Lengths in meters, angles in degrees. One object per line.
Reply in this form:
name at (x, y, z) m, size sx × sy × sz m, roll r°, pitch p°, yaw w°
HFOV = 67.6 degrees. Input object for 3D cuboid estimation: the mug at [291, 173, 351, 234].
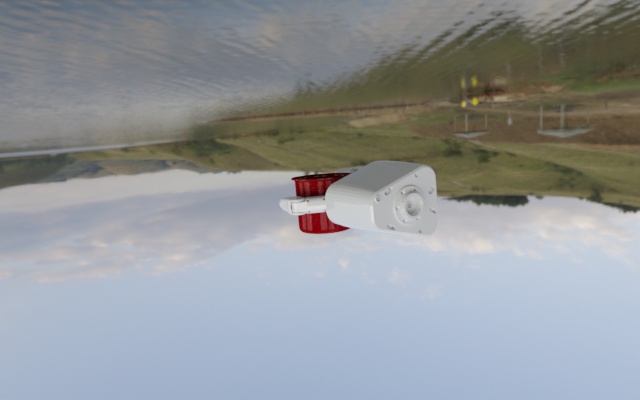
mug at (-0.001, 0.002, 0.725) m, size 0.093 × 0.081 × 0.117 m, roll -8°, pitch 8°, yaw -26°
